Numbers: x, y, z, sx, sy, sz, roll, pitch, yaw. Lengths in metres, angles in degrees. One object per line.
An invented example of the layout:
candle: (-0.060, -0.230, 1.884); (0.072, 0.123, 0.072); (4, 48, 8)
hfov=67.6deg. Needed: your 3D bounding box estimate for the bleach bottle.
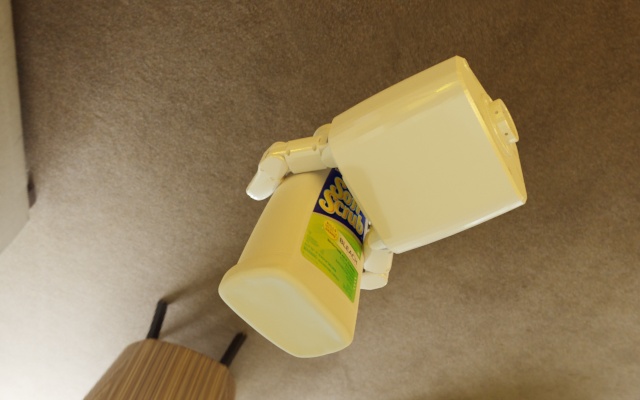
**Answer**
bleach bottle: (0.000, 0.001, 0.419); (0.068, 0.103, 0.250); (-24, 31, 30)
